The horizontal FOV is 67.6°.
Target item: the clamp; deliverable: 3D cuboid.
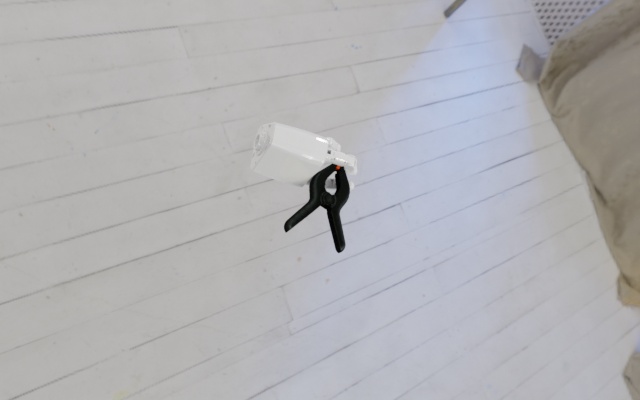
[{"bbox_3d":[0.001,0.003,0.878,0.120,0.171,0.039,16,-19,-24],"label":"clamp"}]
